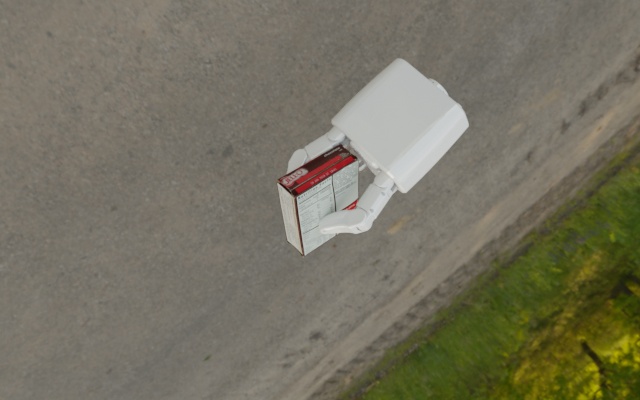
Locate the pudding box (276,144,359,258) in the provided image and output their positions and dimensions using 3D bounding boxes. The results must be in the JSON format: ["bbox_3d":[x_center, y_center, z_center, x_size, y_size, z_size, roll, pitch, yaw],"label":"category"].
[{"bbox_3d":[0.000,0.002,0.552,0.090,0.114,0.039,-31,52,-22],"label":"pudding box"}]
